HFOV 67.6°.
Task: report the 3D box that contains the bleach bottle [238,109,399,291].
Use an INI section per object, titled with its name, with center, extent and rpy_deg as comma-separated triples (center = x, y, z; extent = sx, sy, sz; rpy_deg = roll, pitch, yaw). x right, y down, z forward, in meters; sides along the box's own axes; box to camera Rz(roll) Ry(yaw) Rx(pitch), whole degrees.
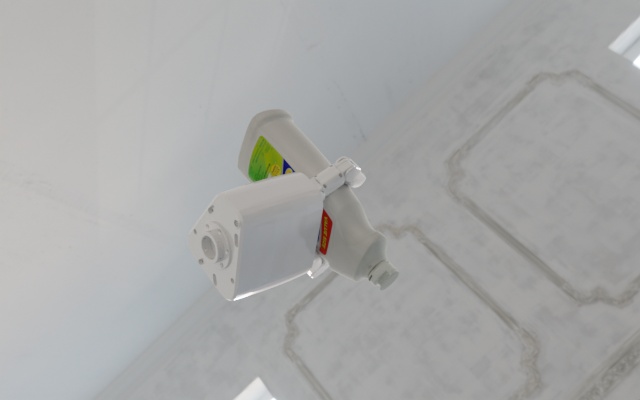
[bleach bottle]
center = 0.000, 0.002, 0.571
extent = 0.068, 0.103, 0.250
rpy_deg = -17, 53, -44
